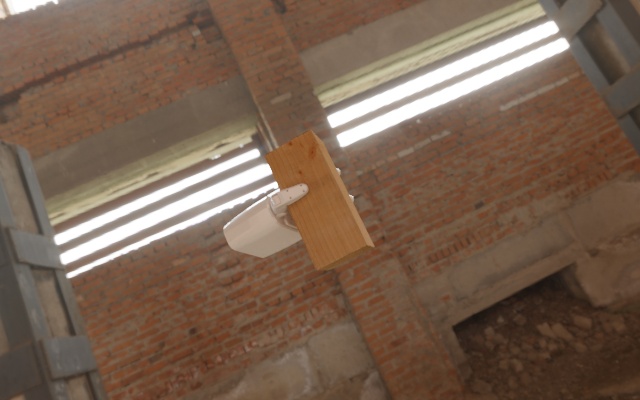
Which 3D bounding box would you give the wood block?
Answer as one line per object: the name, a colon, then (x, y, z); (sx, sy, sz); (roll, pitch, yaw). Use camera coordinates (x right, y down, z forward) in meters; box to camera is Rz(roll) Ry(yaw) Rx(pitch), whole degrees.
wood block: (0.000, 0.003, 0.786); (0.090, 0.206, 0.091); (-28, -13, 10)
